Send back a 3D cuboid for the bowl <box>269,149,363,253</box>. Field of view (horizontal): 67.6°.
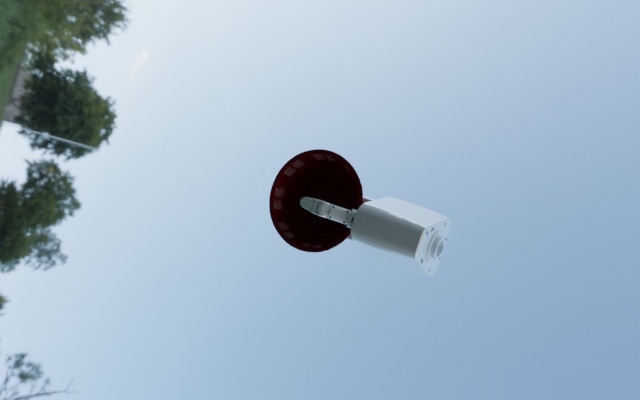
[{"bbox_3d":[-0.001,0.002,0.764,0.162,0.162,0.055,0,-6,24],"label":"bowl"}]
